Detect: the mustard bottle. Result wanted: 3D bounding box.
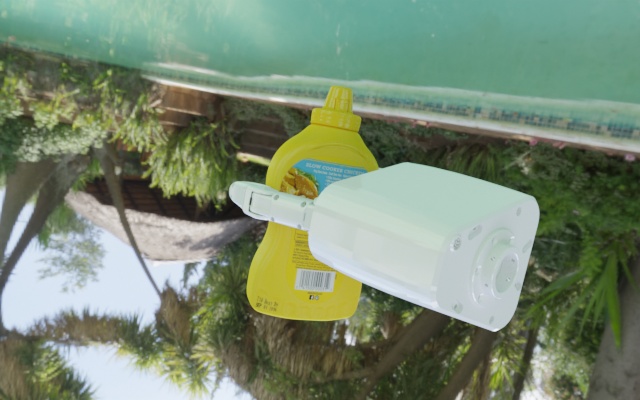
[{"bbox_3d":[0.000,0.001,0.402,0.096,0.191,0.058,8,8,-17],"label":"mustard bottle"}]
